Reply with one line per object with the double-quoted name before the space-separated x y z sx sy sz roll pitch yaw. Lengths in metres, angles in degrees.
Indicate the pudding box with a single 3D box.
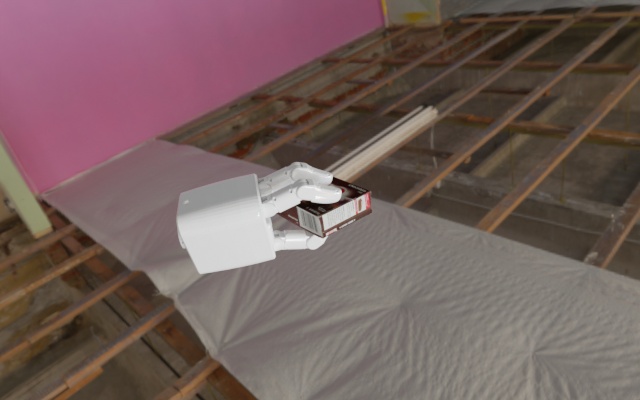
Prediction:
"pudding box" 0.000 0.002 0.651 0.090 0.039 0.113 -26 34 -30
